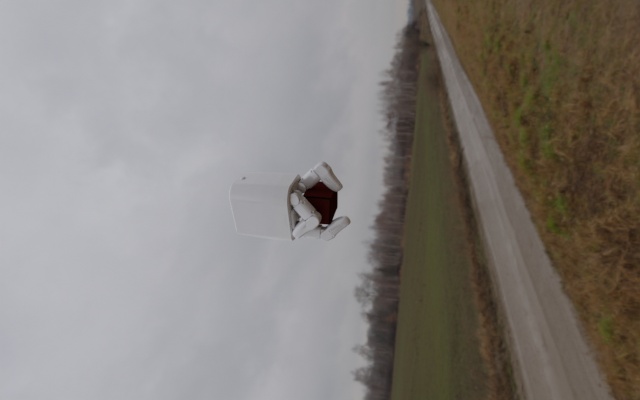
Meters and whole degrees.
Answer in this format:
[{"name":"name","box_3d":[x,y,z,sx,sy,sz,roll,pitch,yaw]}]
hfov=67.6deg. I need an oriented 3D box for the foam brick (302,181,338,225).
[{"name":"foam brick","box_3d":[0.000,0.003,0.855,0.051,0.053,0.078,4,22,10]}]
